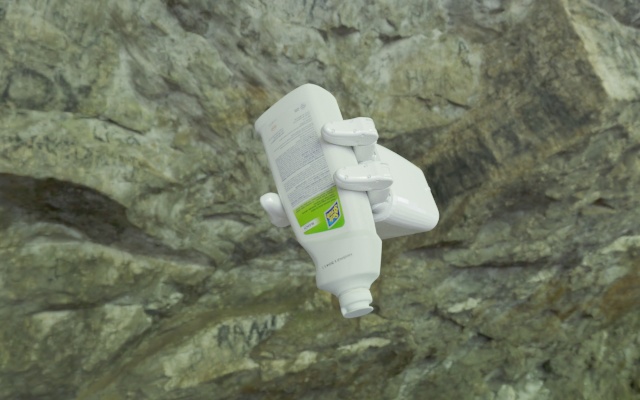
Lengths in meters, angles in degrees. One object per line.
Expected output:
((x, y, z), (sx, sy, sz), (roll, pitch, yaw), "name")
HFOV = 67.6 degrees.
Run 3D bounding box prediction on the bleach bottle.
((0.000, 0.002, 0.508), (0.102, 0.250, 0.068), (-32, -31, 30), "bleach bottle")
